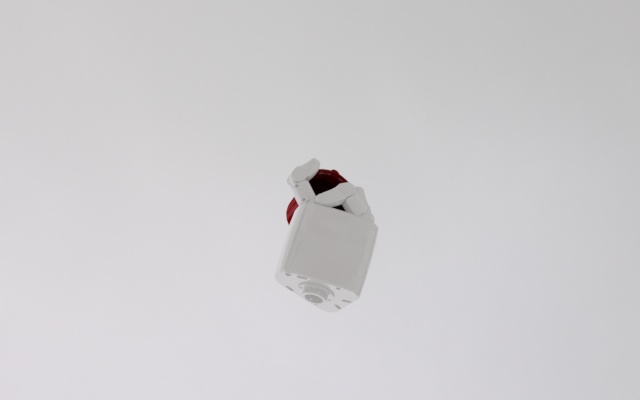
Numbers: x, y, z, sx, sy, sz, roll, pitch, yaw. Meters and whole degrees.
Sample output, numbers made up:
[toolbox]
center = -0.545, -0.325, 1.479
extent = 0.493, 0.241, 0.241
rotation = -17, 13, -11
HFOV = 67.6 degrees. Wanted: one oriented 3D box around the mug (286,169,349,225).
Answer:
[mug]
center = 0.000, 0.001, 0.737
extent = 0.093, 0.117, 0.081
rotation = 26, -36, -10
